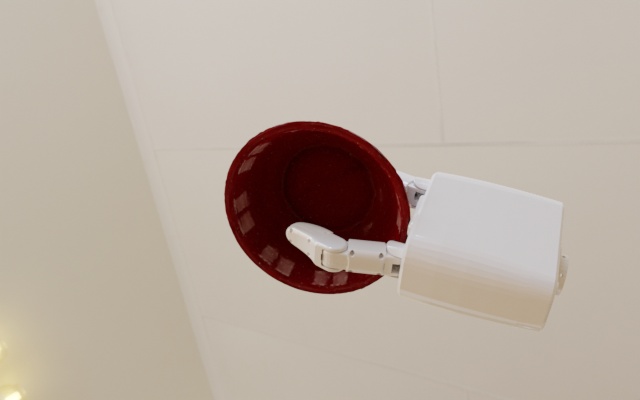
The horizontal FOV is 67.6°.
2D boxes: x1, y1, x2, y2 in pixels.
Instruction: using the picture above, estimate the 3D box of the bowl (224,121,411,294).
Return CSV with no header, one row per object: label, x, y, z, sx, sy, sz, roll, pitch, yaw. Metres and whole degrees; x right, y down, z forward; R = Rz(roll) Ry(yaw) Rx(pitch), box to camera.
bowl,-0.001,0.001,0.422,0.162,0.162,0.055,0,26,15
